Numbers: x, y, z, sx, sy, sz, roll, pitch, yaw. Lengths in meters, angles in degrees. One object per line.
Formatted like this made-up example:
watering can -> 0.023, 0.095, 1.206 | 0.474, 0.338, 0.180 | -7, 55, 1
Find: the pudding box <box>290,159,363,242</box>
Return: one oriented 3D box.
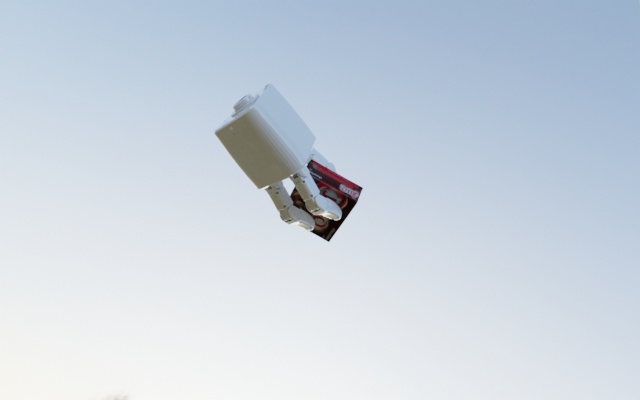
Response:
pudding box -> 0.000, 0.002, 0.723 | 0.090, 0.039, 0.114 | 29, -41, -1
